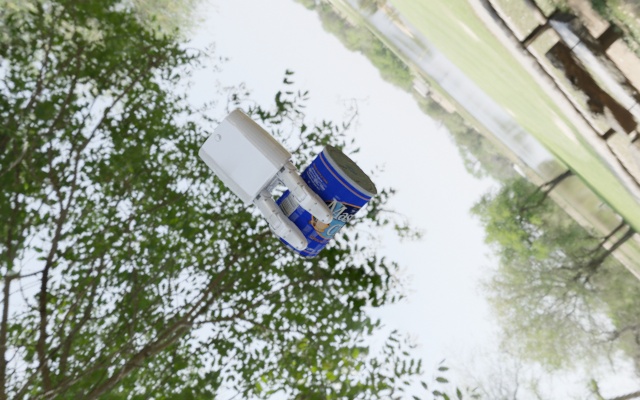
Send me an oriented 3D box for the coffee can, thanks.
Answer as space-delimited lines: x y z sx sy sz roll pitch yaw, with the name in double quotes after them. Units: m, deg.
0.000 0.002 0.711 0.140 0.102 0.103 -47 -17 17 "coffee can"
